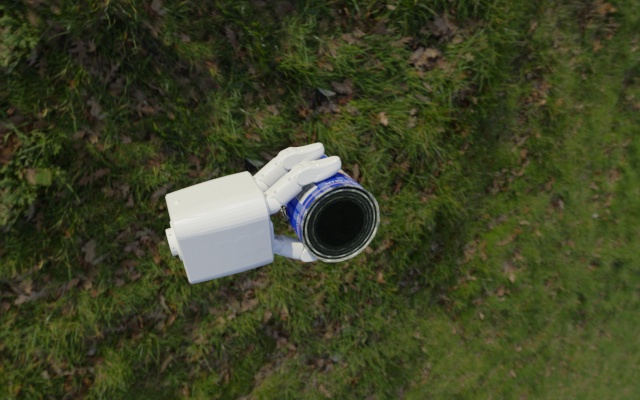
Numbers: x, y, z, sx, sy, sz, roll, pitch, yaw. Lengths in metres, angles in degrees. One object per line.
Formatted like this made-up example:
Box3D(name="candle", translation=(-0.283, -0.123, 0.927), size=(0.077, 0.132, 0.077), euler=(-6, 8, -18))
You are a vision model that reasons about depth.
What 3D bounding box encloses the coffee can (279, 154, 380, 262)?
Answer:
Box3D(name="coffee can", translation=(0.000, 0.002, 0.625), size=(0.103, 0.103, 0.140), euler=(0, 23, -23))
